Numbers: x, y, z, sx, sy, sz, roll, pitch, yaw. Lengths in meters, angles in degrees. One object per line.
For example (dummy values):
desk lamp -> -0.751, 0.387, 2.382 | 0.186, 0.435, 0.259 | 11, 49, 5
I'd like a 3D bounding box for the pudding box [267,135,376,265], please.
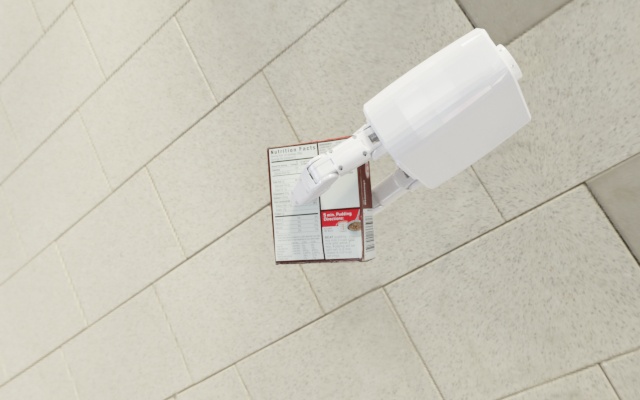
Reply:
pudding box -> 0.000, 0.001, 0.441 | 0.090, 0.113, 0.039 | -5, -4, 21
